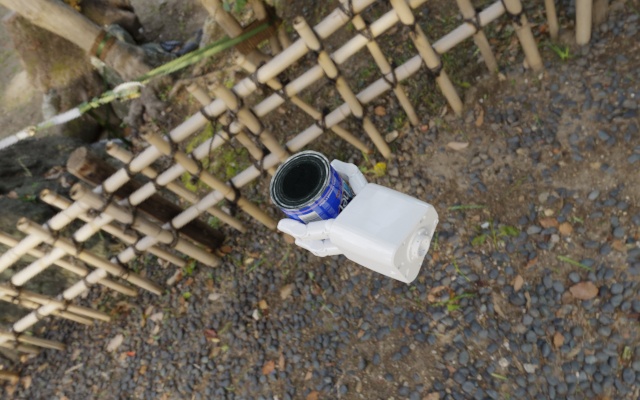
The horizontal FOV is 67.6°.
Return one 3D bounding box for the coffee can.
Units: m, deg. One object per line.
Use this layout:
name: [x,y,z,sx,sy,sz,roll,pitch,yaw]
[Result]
coffee can: [0.000,0.002,0.753,0.103,0.102,0.140,0,-29,31]
